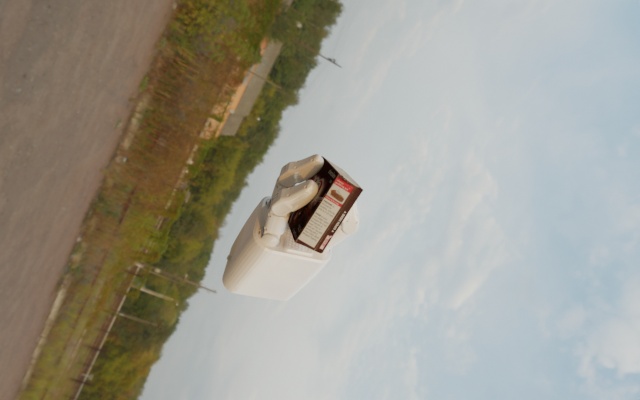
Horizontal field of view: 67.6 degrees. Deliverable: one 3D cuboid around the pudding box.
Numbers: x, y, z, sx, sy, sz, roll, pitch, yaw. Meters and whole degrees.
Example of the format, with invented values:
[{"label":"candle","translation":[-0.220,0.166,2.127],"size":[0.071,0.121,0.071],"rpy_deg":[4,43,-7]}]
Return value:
[{"label":"pudding box","translation":[0.000,0.002,0.564],"size":[0.039,0.090,0.113],"rpy_deg":[29,8,-18]}]
